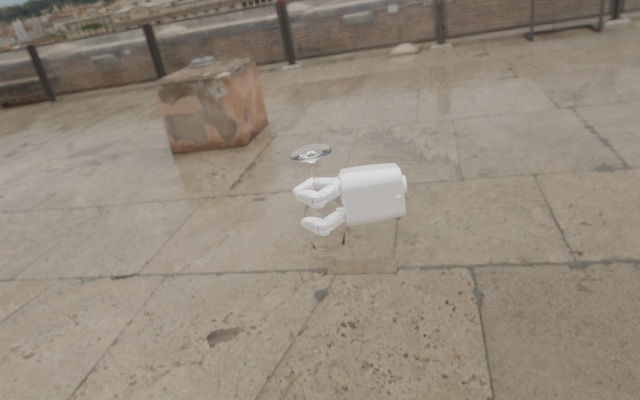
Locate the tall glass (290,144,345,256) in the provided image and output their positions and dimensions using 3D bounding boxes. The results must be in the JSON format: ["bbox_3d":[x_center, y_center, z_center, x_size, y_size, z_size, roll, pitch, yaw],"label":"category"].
[{"bbox_3d":[0.000,0.002,0.874,0.079,0.201,0.079,-9,27,4],"label":"tall glass"}]
